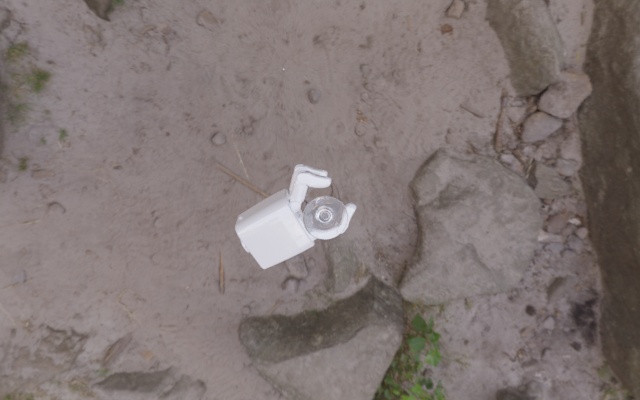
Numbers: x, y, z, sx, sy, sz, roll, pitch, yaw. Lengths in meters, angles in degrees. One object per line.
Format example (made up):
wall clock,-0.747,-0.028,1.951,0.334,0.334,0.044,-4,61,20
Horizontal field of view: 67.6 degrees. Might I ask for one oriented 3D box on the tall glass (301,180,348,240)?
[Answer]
tall glass,0.000,0.003,0.871,0.079,0.079,0.201,0,15,-4
